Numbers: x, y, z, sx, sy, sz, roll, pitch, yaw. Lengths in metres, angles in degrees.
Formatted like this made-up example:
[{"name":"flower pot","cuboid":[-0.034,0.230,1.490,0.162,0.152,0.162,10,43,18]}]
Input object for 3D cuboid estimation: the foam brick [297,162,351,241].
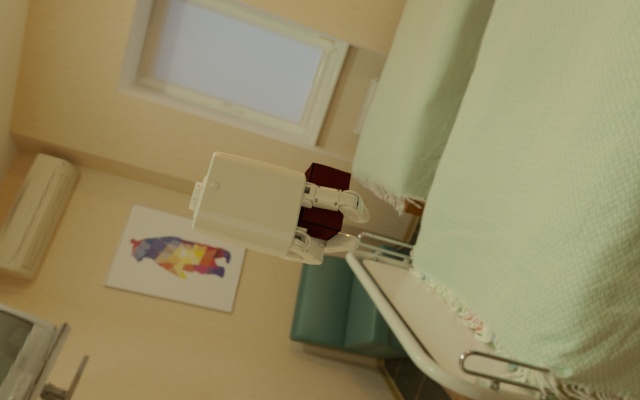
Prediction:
[{"name":"foam brick","cuboid":[0.000,0.002,0.581,0.051,0.078,0.053,16,-22,-12]}]
